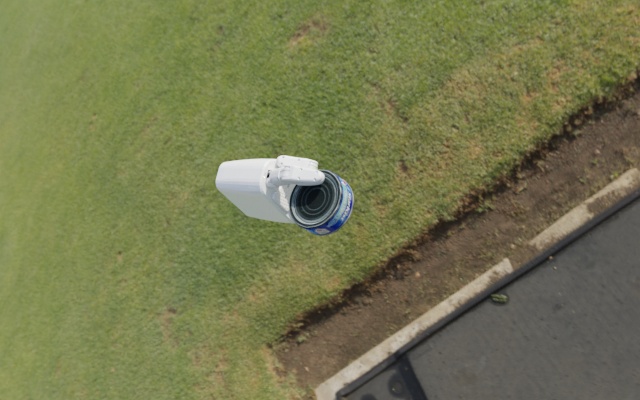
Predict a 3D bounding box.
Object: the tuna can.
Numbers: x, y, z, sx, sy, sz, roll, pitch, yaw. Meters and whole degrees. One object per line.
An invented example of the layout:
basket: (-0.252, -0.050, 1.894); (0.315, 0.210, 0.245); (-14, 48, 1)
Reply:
tuna can: (0.000, 0.002, 0.646); (0.086, 0.086, 0.034); (0, -19, 34)
